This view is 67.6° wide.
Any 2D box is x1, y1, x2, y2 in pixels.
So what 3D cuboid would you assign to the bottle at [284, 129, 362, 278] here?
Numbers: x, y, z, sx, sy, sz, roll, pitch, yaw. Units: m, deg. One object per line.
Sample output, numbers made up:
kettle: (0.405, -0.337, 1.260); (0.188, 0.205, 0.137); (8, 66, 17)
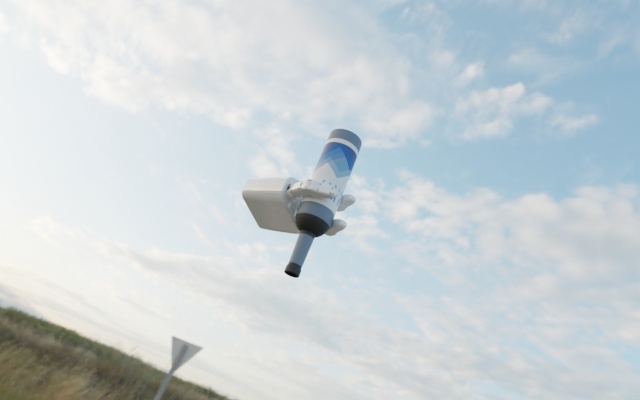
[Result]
bottle: (0.000, 0.003, 0.873); (0.069, 0.295, 0.069); (18, -26, 9)
